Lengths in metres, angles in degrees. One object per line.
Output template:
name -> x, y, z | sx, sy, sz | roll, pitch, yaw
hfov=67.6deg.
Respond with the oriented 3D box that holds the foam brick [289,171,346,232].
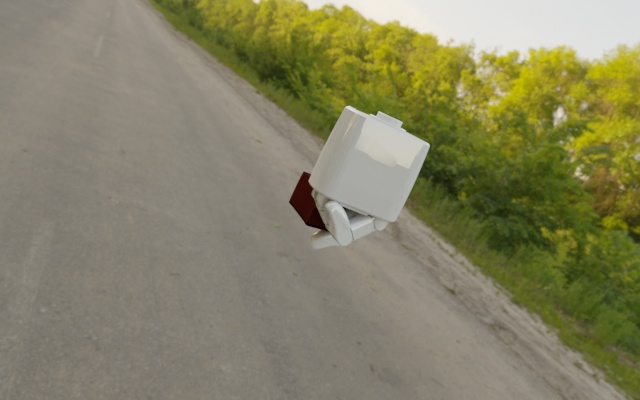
foam brick -> 0.000, 0.002, 0.651 | 0.053, 0.051, 0.078 | 17, 15, -29
